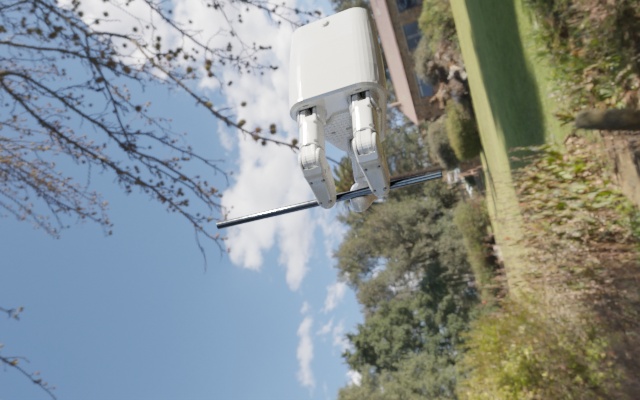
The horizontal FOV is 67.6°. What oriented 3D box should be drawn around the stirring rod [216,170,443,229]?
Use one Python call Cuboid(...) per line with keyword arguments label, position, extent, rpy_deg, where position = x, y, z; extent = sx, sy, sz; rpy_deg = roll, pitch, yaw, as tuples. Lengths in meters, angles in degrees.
Cuboid(label="stirring rod", position=(0.000, 0.001, 0.476), extent=(0.239, 0.011, 0.011), rpy_deg=(-13, -5, 20))
